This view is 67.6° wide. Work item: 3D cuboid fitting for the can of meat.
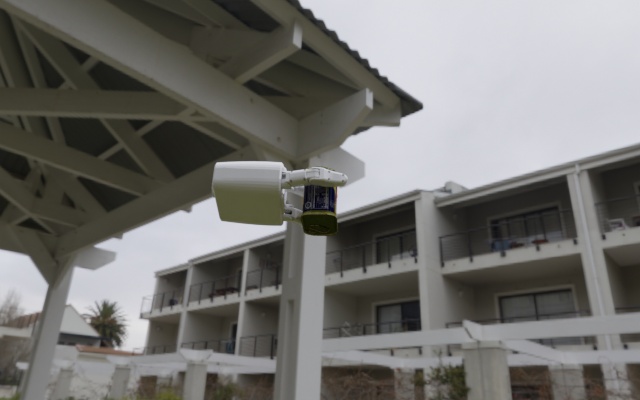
[{"bbox_3d":[0.000,0.002,0.781,0.057,0.084,0.102,0,-23,3],"label":"can of meat"}]
